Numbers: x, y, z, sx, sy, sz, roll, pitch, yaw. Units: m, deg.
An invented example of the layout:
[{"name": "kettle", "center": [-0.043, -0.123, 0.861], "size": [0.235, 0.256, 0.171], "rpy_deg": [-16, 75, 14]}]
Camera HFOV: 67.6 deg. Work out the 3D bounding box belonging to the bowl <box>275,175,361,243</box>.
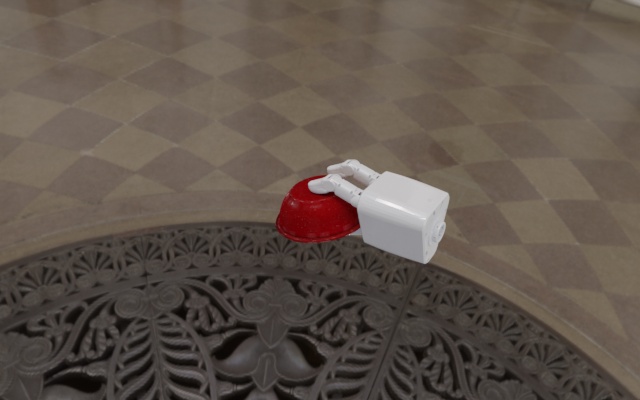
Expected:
[{"name": "bowl", "center": [-0.001, 0.002, 0.783], "size": [0.162, 0.055, 0.162], "rpy_deg": [-9, 28, 5]}]
